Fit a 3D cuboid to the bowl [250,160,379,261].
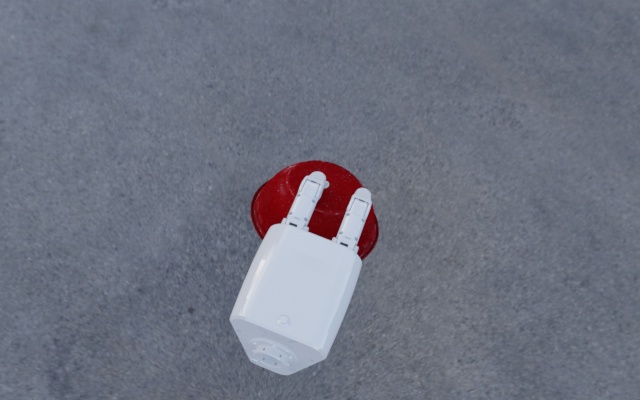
[{"bbox_3d":[0.000,0.001,0.570,0.162,0.055,0.162,10,42,-9],"label":"bowl"}]
